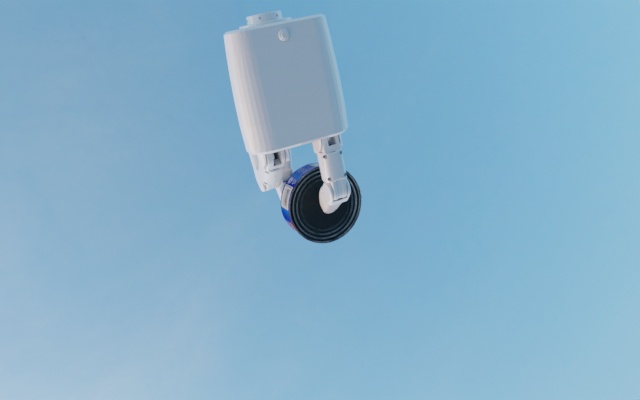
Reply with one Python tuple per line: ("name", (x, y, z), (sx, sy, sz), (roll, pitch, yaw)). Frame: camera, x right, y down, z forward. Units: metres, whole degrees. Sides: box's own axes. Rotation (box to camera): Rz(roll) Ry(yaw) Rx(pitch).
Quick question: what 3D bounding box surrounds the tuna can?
("tuna can", (0.000, 0.002, 0.528), (0.086, 0.086, 0.033), (0, 12, -24))
